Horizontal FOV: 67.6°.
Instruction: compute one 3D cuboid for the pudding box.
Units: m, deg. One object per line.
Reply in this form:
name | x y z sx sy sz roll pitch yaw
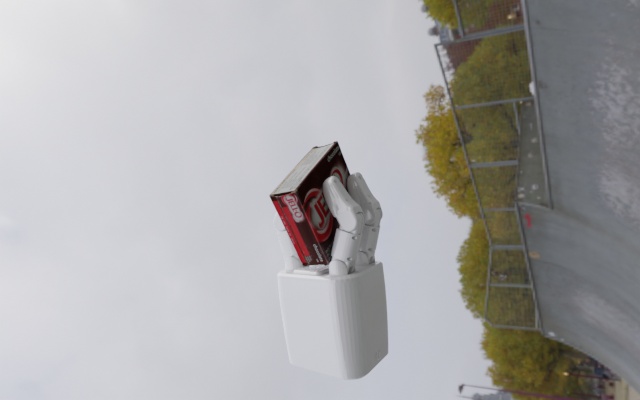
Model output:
pudding box | 0.000 0.002 0.513 0.039 0.090 0.113 -8 28 29
